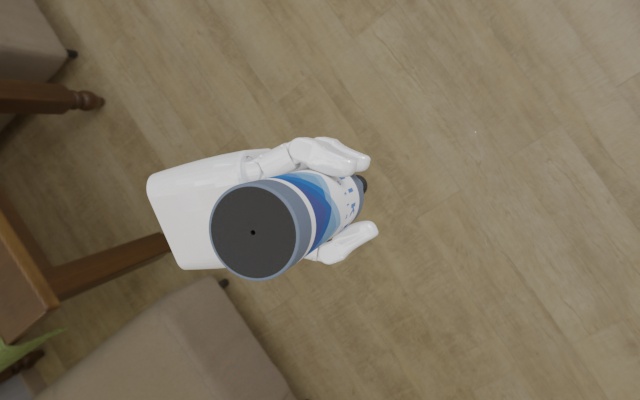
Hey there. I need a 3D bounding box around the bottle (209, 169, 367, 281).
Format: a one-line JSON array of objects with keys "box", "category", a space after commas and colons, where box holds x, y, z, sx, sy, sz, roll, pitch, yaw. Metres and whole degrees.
[{"box": [0.000, 0.002, 0.453, 0.069, 0.069, 0.295, 0, 8, 18], "category": "bottle"}]
